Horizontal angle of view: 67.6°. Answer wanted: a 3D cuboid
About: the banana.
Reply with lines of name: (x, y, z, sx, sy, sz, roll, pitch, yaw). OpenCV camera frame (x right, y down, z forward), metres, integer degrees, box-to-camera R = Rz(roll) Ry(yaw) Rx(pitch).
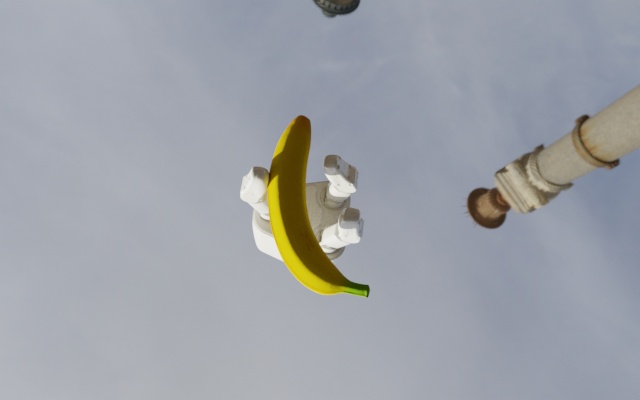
banana: (-0.017, 0.010, 0.462, 0.069, 0.197, 0.037, -16, -20, -7)
